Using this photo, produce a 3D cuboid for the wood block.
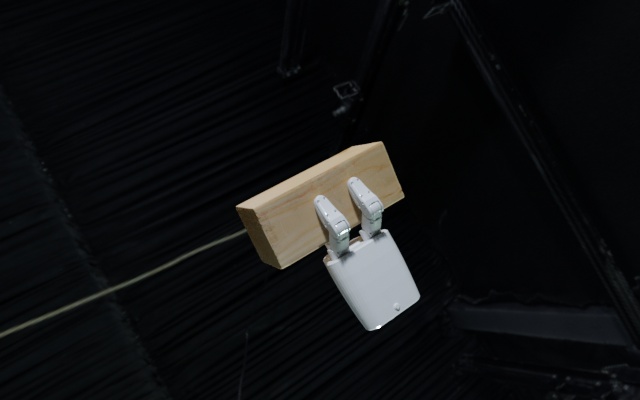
[{"bbox_3d":[0.000,0.002,0.670,0.206,0.090,0.091,-29,12,-22],"label":"wood block"}]
